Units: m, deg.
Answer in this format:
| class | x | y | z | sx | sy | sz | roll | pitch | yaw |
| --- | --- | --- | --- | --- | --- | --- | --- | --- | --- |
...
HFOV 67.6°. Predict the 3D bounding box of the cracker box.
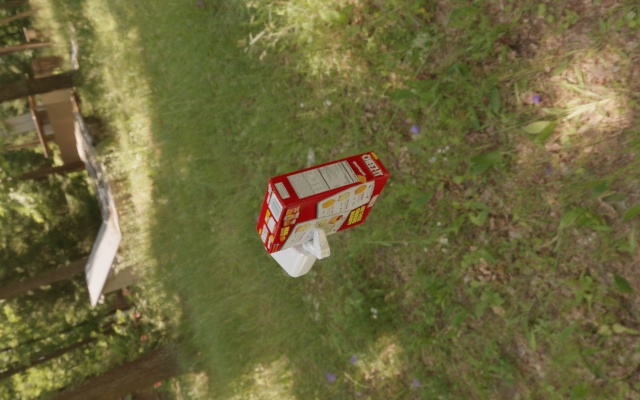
| class | x | y | z | sx | sy | sz | roll | pitch | yaw |
| --- | --- | --- | --- | --- | --- | --- | --- | --- | --- |
| cracker box | 0.000 | 0.003 | 0.872 | 0.213 | 0.072 | 0.164 | -17 | -28 | -26 |
